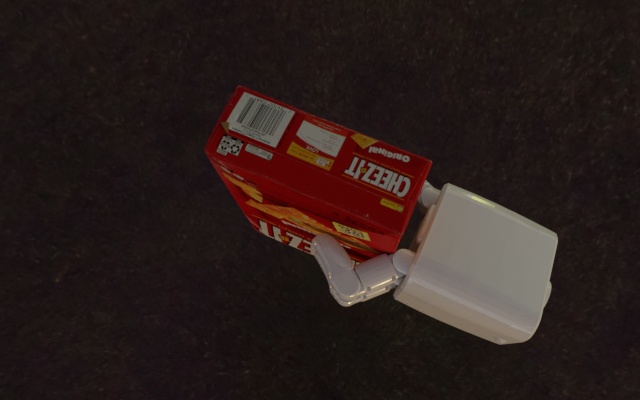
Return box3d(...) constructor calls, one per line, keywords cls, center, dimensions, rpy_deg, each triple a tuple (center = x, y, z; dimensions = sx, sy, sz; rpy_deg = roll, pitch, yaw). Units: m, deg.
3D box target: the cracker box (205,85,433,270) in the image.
box3d(cls="cracker box", center=(0.000, 0.001, 0.449), dimensions=(0.164, 0.072, 0.214), rpy_deg=(23, -17, 9))
